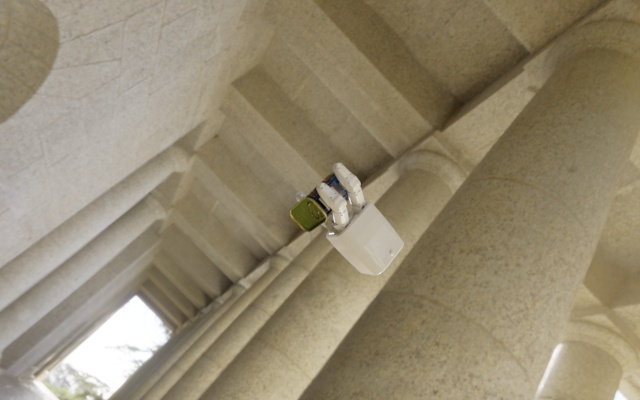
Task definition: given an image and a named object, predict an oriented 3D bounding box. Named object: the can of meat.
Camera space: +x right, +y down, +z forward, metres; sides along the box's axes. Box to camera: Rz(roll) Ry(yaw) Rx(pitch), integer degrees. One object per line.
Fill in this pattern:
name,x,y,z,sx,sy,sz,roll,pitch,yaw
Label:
can of meat,0.000,0.003,0.892,0.084,0.057,0.102,-45,3,-31
